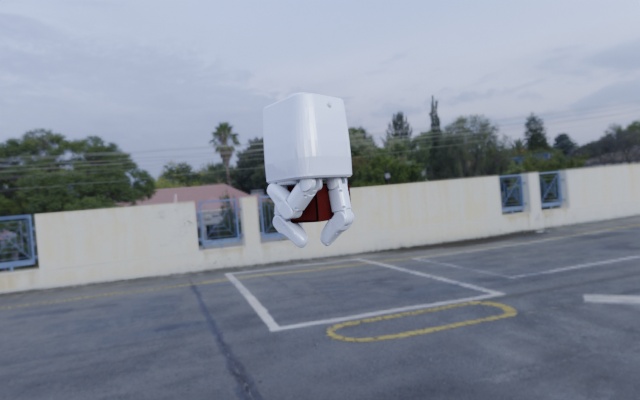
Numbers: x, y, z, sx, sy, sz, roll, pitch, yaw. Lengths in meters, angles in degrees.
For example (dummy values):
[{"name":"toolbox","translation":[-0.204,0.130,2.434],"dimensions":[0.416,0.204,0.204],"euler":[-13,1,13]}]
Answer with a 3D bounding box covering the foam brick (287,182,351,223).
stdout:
[{"name":"foam brick","translation":[0.000,0.002,0.668],"dimensions":[0.053,0.051,0.078],"euler":[-5,0,39]}]
